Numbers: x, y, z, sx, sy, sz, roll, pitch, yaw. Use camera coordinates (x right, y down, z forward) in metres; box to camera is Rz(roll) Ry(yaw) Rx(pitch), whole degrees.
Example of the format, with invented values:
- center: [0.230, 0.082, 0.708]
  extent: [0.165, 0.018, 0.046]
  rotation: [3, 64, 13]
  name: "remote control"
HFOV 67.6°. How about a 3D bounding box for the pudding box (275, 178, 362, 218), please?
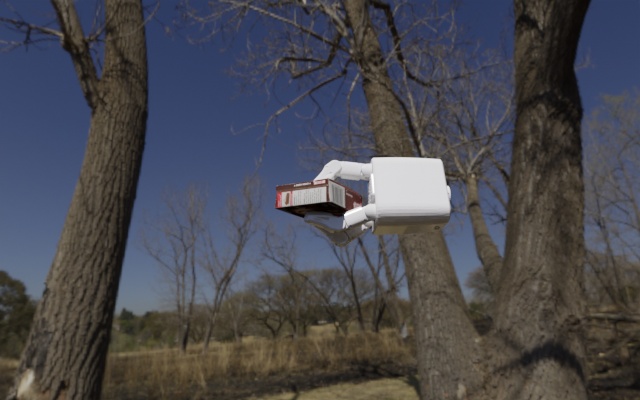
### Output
- center: [0.000, 0.002, 0.705]
  extent: [0.090, 0.039, 0.113]
  rotation: [-8, -18, 28]
  name: "pudding box"
